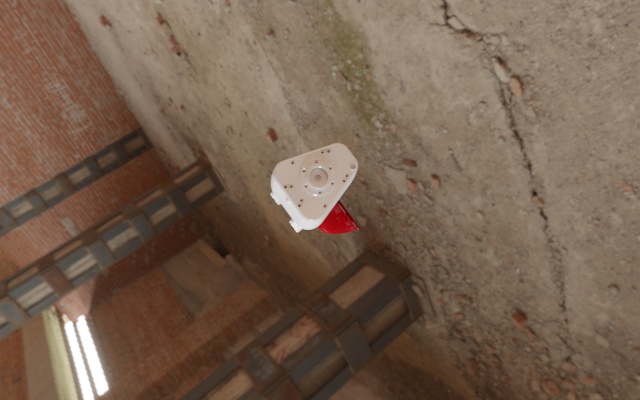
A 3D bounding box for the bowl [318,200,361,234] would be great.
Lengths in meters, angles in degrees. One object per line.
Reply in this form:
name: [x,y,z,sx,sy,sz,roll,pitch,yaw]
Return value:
bowl: [0.000,0.003,0.823,0.055,0.162,0.162,-37,-3,4]
